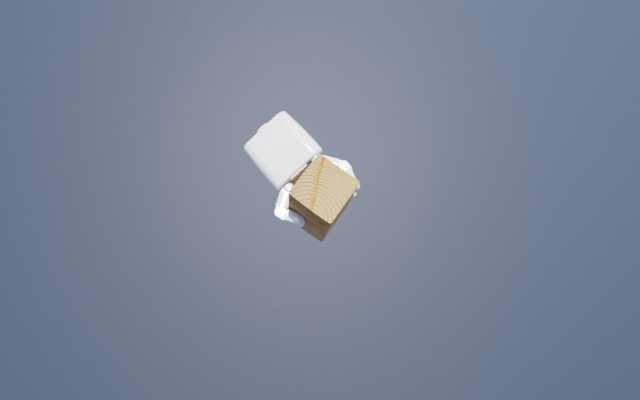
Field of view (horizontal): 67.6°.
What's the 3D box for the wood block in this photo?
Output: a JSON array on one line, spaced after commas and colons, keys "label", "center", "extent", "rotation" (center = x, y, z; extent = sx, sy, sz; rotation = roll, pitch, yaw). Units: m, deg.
[{"label": "wood block", "center": [0.000, 0.003, 0.894], "extent": [0.090, 0.091, 0.206], "rotation": [36, -13, 5]}]
